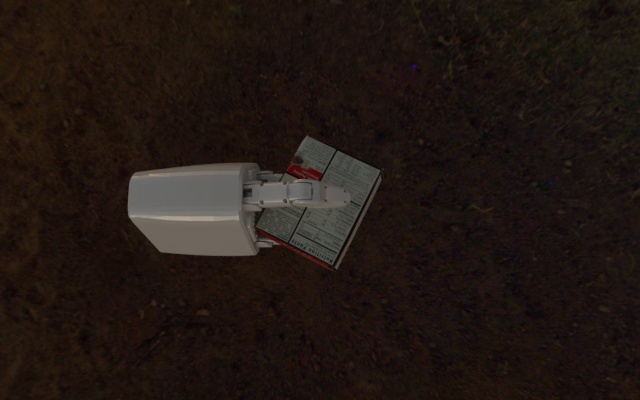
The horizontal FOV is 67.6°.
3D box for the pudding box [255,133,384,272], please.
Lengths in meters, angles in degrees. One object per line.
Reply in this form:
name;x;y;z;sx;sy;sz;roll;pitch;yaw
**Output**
pudding box;0.000;0.002;0.479;0.090;0.113;0.039;27;-7;9
